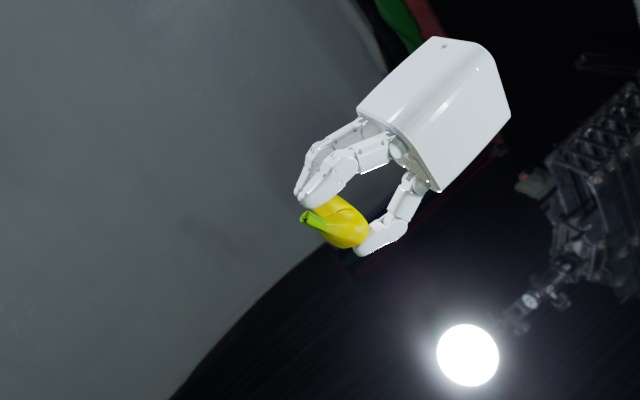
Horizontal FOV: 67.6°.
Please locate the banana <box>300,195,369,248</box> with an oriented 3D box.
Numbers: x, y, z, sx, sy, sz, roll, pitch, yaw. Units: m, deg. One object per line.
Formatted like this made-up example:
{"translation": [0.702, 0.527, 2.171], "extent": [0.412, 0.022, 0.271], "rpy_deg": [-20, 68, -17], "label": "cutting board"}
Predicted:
{"translation": [0.014, 0.014, 0.493], "extent": [0.069, 0.037, 0.198], "rpy_deg": [41, 3, -6], "label": "banana"}
